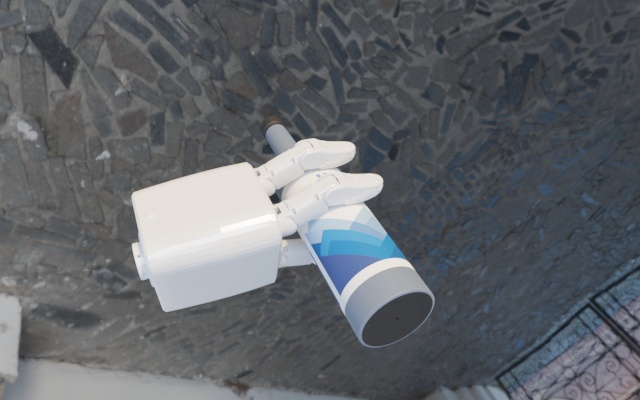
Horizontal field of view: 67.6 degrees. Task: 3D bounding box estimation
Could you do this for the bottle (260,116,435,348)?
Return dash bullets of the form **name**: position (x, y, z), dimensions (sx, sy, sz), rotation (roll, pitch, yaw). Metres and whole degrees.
- **bottle**: position (0.000, 0.002, 0.464), dimensions (0.069, 0.069, 0.295), rotation (0, 38, -30)
